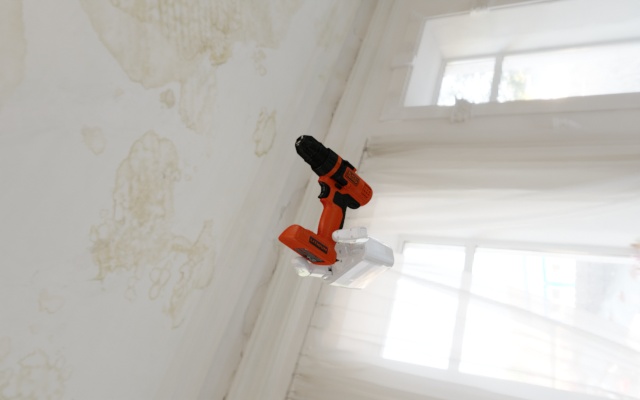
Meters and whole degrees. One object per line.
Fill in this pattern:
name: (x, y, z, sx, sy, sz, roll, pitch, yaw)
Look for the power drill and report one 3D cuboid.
power drill: (0.000, 0.003, 0.823, 0.184, 0.187, 0.057, 38, -27, -28)
